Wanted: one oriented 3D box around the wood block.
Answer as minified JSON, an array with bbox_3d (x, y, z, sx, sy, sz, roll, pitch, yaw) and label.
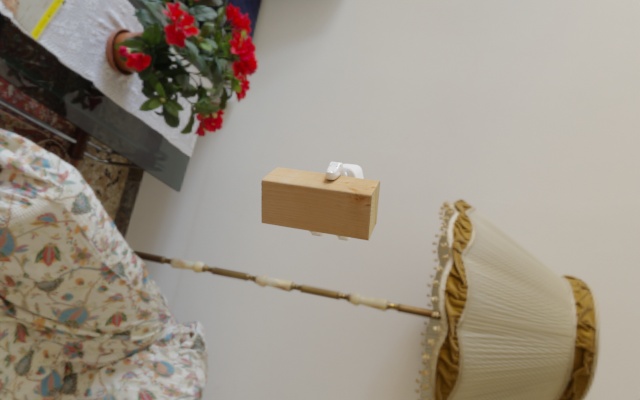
[{"bbox_3d":[0.000,0.003,0.900,0.206,0.091,0.090,8,22,14],"label":"wood block"}]
